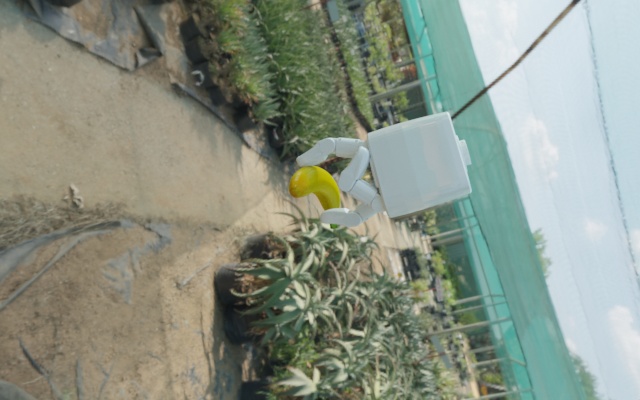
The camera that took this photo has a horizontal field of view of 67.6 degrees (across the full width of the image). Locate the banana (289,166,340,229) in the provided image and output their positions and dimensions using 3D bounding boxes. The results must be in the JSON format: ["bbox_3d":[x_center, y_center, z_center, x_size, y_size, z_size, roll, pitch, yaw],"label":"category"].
[{"bbox_3d":[-0.002,-0.014,0.683,0.037,0.069,0.198,-15,-20,14],"label":"banana"}]
